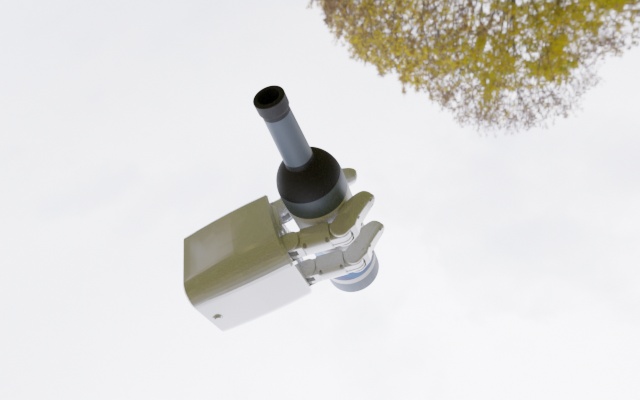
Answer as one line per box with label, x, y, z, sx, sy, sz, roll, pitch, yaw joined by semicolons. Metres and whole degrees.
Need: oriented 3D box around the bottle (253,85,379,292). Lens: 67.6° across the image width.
bottle;0.000;0.002;0.495;0.069;0.069;0.296;0;-35;20
